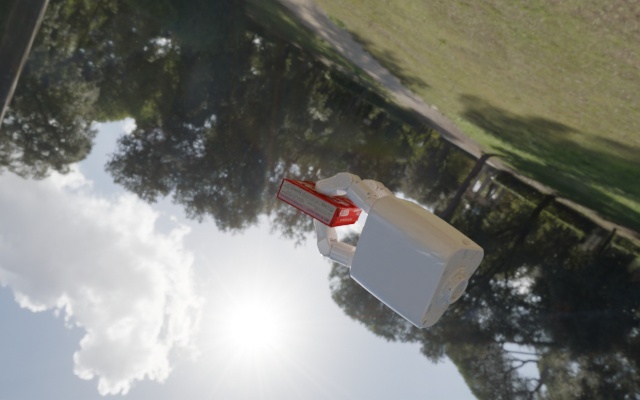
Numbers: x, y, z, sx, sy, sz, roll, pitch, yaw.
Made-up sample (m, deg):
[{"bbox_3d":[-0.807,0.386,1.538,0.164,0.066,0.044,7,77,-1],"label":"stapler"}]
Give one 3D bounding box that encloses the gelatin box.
[{"bbox_3d":[0.000,0.002,0.614,0.089,0.030,0.073,27,11,25],"label":"gelatin box"}]
